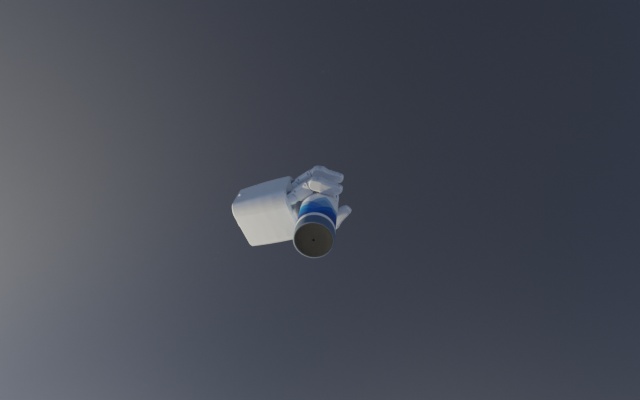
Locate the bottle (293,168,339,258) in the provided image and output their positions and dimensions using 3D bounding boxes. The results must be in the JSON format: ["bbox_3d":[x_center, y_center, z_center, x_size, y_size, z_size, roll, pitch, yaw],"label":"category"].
[{"bbox_3d":[0.000,0.003,0.889,0.069,0.069,0.295,0,24,5],"label":"bottle"}]
